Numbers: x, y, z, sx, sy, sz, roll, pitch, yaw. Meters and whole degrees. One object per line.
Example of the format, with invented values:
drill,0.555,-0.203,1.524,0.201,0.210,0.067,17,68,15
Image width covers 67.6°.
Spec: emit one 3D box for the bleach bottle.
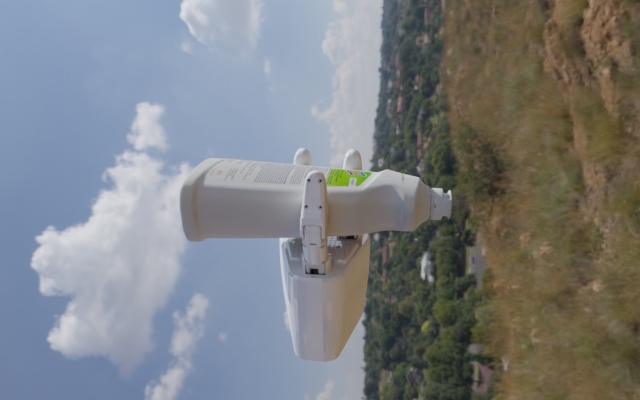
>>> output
bleach bottle,0.000,0.001,0.470,0.251,0.068,0.102,3,25,7
